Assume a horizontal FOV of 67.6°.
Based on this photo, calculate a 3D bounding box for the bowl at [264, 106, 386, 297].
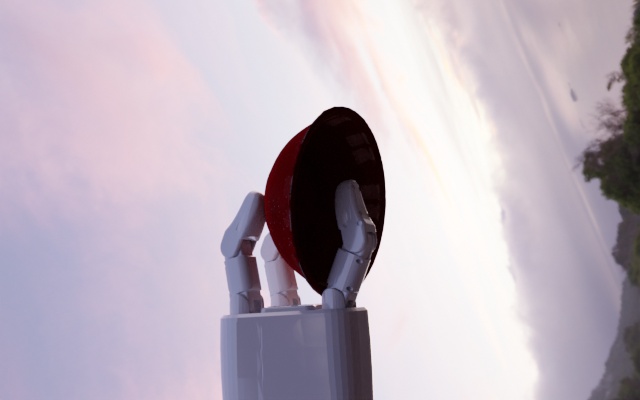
[{"bbox_3d":[0.000,0.000,0.416,0.055,0.162,0.162,3,1,32],"label":"bowl"}]
